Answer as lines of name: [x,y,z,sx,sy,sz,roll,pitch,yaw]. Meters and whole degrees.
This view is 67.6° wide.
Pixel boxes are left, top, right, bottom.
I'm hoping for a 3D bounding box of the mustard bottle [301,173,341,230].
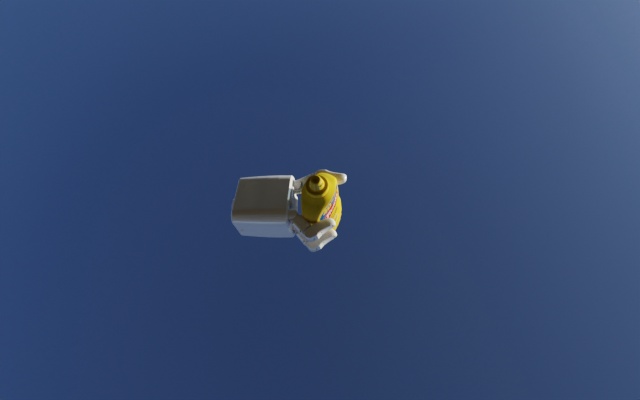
mustard bottle: [0.000,0.003,0.885,0.058,0.096,0.192,23,-19,15]
